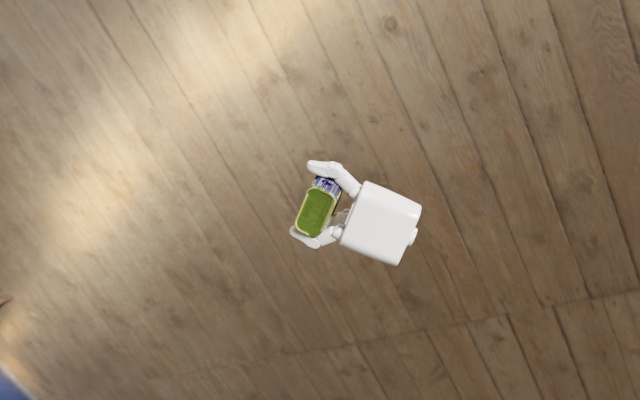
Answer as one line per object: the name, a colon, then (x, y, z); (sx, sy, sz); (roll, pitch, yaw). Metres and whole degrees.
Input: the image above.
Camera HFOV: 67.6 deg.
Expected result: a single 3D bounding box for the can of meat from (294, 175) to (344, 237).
can of meat: (0.000, 0.003, 0.826); (0.057, 0.102, 0.084); (25, 32, 3)
